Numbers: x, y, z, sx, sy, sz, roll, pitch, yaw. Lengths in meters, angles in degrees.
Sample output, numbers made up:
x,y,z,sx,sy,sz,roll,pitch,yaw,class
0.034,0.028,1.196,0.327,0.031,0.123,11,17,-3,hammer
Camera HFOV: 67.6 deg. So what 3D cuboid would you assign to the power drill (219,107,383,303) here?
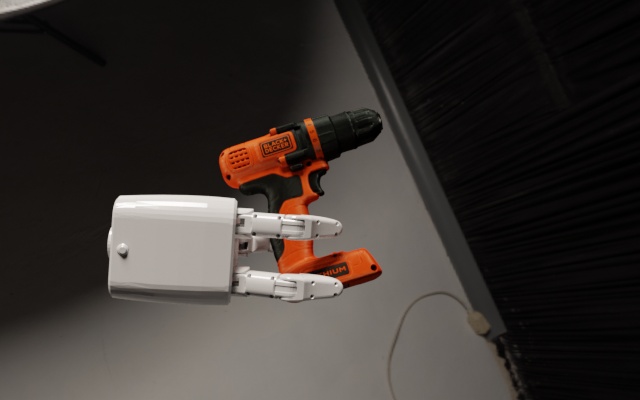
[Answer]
x,y,z,sx,sy,sz,roll,pitch,yaw,class
0.000,0.002,0.507,0.184,0.187,0.057,-18,-17,1,power drill
